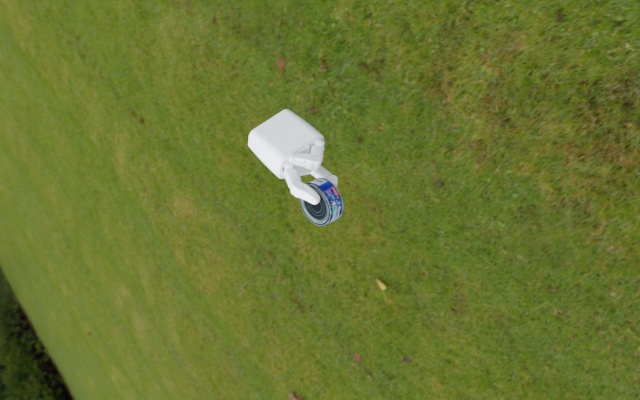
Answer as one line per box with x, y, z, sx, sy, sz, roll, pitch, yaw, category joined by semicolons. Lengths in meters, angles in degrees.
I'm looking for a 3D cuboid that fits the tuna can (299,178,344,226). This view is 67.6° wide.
0.000;0.003;0.886;0.033;0.086;0.086;-28;18;-38;tuna can
